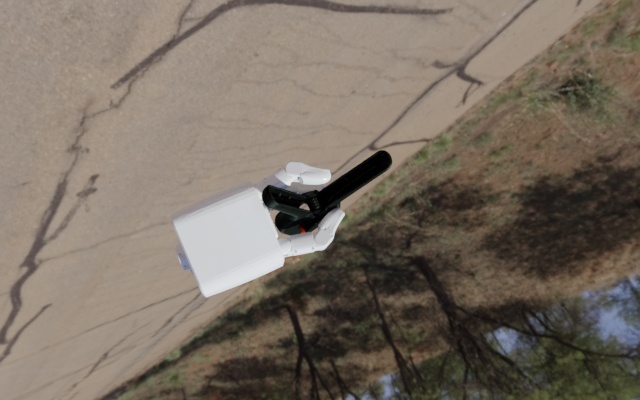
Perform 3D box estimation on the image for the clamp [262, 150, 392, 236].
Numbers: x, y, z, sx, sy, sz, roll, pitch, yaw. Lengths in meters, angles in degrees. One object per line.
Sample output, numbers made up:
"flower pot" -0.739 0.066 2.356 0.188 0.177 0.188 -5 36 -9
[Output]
"clamp" 0.000 0.003 0.625 0.164 0.036 0.210 -19 -16 -14
